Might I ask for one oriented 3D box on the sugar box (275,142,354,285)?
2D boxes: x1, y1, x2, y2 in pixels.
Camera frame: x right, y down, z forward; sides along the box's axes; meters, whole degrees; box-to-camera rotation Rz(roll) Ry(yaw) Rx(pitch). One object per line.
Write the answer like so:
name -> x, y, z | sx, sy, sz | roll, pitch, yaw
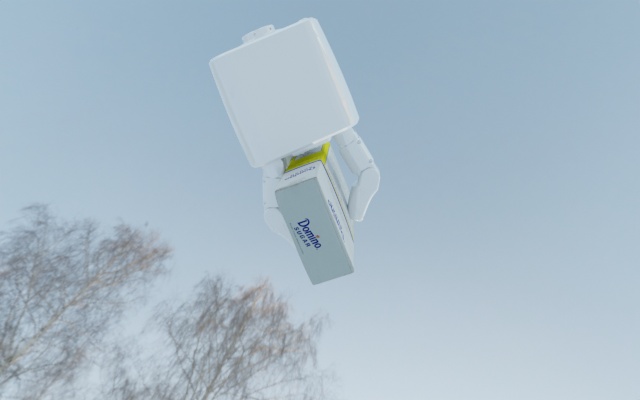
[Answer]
sugar box -> 0.000, 0.002, 0.478 | 0.048, 0.093, 0.176 | -19, 15, 12
